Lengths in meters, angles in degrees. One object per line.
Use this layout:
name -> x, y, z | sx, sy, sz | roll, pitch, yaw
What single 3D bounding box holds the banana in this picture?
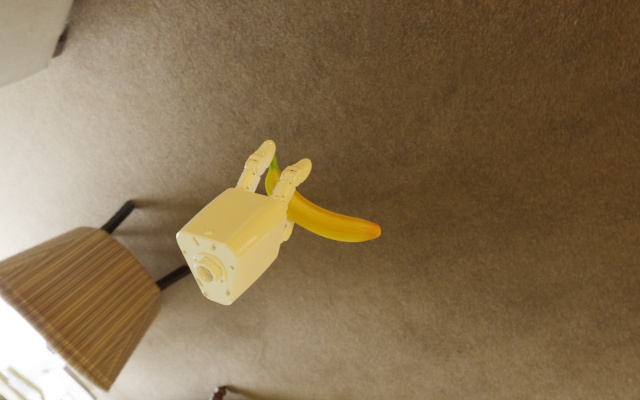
banana -> -0.009, 0.013, 0.690 | 0.198, 0.070, 0.037 | 34, 39, 8
